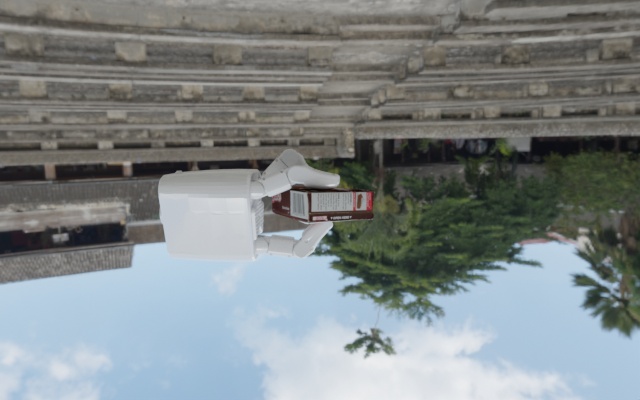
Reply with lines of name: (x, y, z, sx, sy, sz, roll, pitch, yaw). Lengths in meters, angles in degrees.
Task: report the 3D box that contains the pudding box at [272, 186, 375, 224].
pudding box: (0.000, 0.002, 0.591, 0.090, 0.039, 0.113, -3, 8, -27)
